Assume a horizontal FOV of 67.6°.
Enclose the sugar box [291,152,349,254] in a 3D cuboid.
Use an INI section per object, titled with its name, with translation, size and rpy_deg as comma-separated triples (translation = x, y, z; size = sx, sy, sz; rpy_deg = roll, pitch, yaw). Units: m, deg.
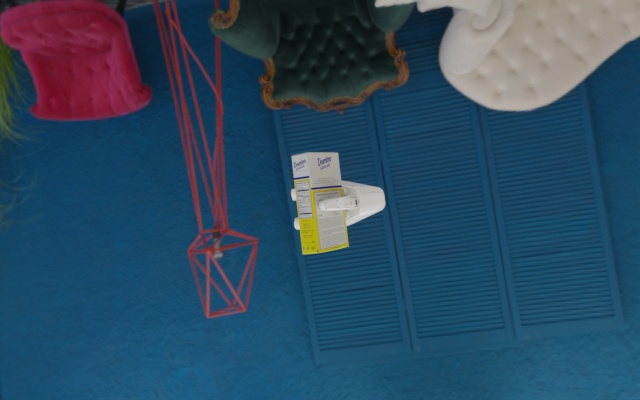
[sugar box]
translation = 0.000, 0.003, 0.859
size = 0.048, 0.176, 0.093
rpy_deg = -9, -2, 38
